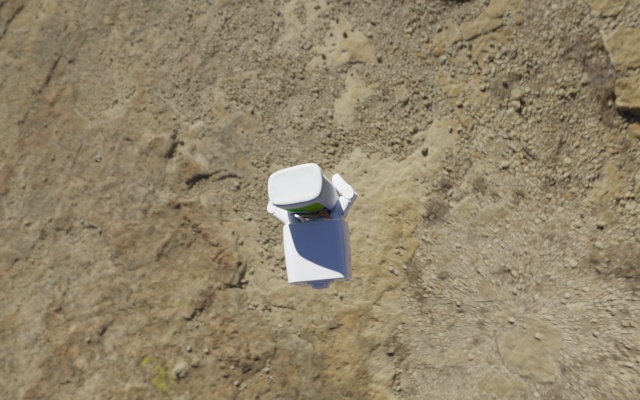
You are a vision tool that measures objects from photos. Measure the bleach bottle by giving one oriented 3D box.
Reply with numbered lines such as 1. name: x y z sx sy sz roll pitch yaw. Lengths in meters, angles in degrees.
1. bleach bottle: 0.000 0.003 0.899 0.102 0.068 0.251 -11 -17 20
